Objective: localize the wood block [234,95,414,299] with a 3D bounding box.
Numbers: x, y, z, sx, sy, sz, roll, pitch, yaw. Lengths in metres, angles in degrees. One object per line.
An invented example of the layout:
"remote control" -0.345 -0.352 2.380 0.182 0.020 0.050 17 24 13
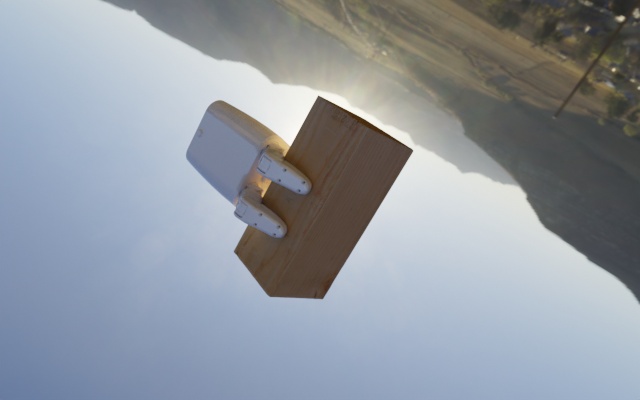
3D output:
"wood block" 0.000 0.002 0.542 0.091 0.206 0.090 14 21 -47
